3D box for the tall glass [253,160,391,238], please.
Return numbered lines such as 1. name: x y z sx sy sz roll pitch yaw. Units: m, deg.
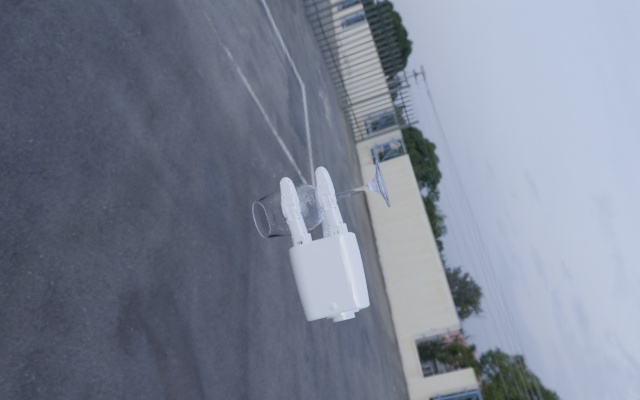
1. tall glass: 0.001 0.002 0.729 0.201 0.079 0.079 -16 -3 11
